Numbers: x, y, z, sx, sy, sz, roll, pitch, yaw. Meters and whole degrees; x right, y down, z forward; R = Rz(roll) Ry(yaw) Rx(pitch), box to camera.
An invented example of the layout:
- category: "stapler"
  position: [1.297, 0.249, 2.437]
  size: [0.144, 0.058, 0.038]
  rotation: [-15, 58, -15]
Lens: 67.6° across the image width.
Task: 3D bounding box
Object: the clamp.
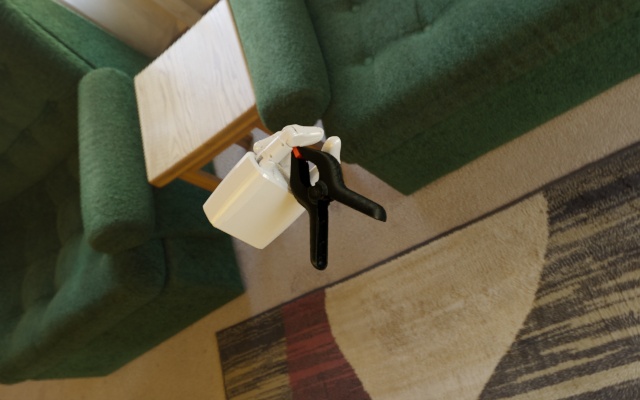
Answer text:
- category: "clamp"
  position: [0.000, 0.002, 0.623]
  size: [0.039, 0.120, 0.171]
  rotation: [24, 25, -53]
